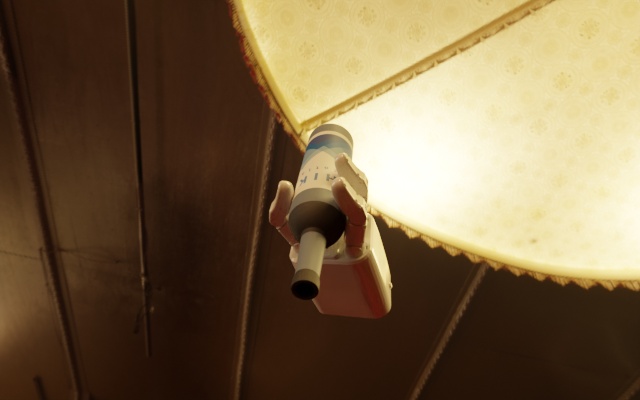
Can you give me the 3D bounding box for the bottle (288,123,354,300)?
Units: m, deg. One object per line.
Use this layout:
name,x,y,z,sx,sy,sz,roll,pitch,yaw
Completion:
bottle,0.000,0.002,0.576,0.069,0.069,0.295,0,35,7
